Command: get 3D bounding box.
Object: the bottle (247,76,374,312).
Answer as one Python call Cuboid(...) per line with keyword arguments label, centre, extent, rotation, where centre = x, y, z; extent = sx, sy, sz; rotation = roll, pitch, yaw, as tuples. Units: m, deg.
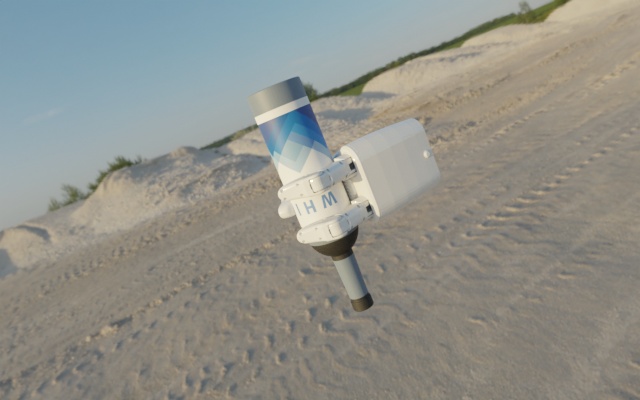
Cuboid(label="bottle", centre=(0.000, 0.002, 0.582), extent=(0.069, 0.296, 0.069), rotation=(-22, 11, 4))
